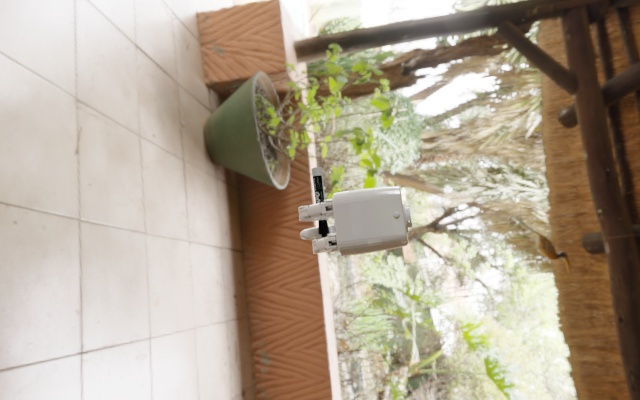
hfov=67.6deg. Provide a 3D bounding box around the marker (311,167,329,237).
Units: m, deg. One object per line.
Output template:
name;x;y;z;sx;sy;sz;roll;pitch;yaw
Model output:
marker;0.000;0.003;0.823;0.020;0.121;0.020;-6;-9;-1
